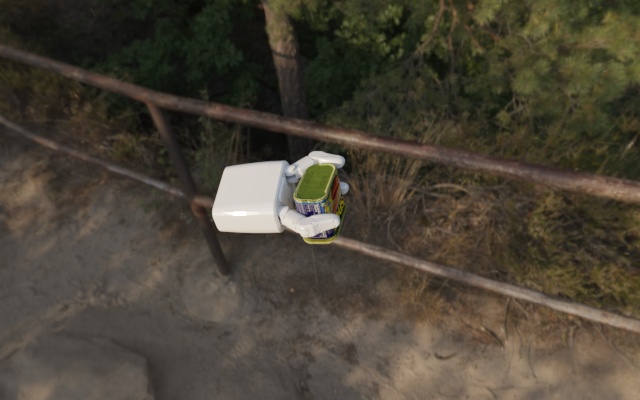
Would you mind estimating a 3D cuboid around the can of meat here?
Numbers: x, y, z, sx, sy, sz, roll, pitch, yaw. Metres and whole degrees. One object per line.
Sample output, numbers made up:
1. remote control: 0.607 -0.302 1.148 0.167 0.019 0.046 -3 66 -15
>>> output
1. can of meat: 0.000 0.002 0.742 0.057 0.084 0.102 0 38 18
